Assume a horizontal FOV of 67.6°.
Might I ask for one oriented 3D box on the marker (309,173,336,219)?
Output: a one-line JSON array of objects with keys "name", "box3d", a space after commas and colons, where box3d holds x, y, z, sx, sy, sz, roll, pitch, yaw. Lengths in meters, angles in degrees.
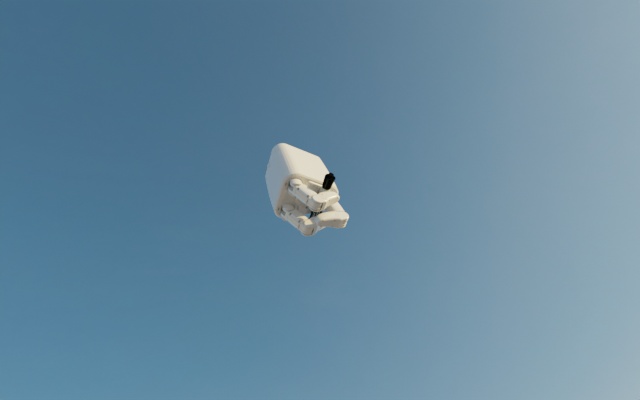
[{"name": "marker", "box3d": [0.000, 0.003, 0.830, 0.020, 0.121, 0.020, 14, 34, -10]}]
